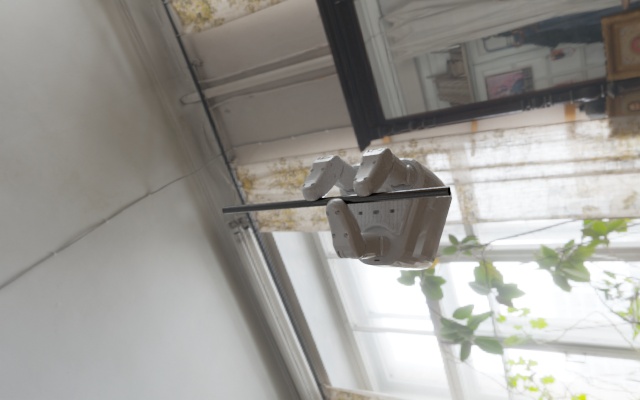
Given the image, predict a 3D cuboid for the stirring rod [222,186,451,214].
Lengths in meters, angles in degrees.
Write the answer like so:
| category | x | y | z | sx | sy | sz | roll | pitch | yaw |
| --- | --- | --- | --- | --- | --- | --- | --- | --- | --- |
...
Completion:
| category | x | y | z | sx | sy | sz | roll | pitch | yaw |
| --- | --- | --- | --- | --- | --- | --- | --- | --- | --- |
| stirring rod | 0.000 | 0.001 | 0.438 | 0.239 | 0.011 | 0.011 | -5 | -3 | 33 |
